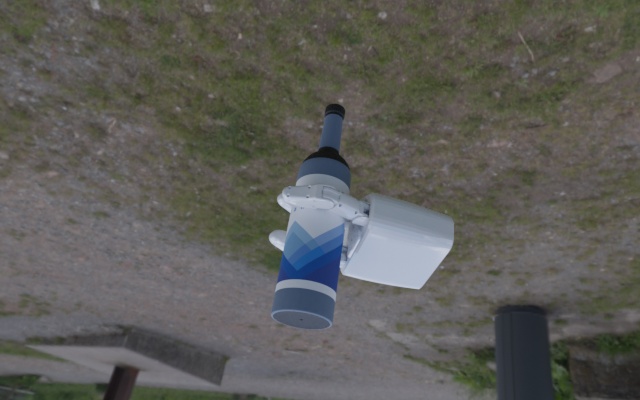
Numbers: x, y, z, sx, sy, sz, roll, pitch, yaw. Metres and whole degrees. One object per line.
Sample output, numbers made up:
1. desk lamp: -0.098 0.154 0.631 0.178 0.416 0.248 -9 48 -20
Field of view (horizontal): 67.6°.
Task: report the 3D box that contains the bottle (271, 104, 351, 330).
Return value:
1. bottle: 0.000 0.002 0.581 0.069 0.295 0.069 7 -30 4
